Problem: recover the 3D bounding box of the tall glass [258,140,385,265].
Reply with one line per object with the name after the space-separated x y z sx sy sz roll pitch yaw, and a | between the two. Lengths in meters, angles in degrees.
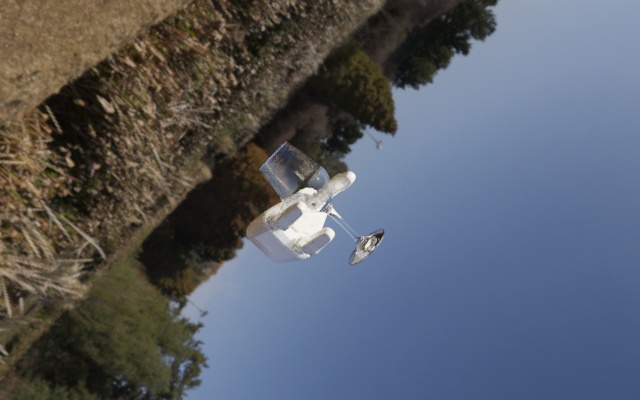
0.001 0.003 0.710 0.201 0.079 0.079 45 -9 -10 | tall glass
